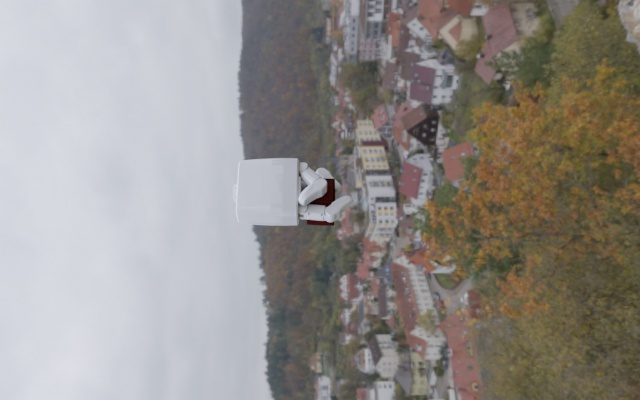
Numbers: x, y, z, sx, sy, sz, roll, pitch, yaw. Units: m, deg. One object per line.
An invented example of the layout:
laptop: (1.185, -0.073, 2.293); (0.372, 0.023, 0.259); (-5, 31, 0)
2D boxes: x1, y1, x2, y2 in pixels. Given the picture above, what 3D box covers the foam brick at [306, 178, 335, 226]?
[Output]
foam brick: (0.000, 0.003, 0.867); (0.051, 0.053, 0.078); (0, -38, 0)
